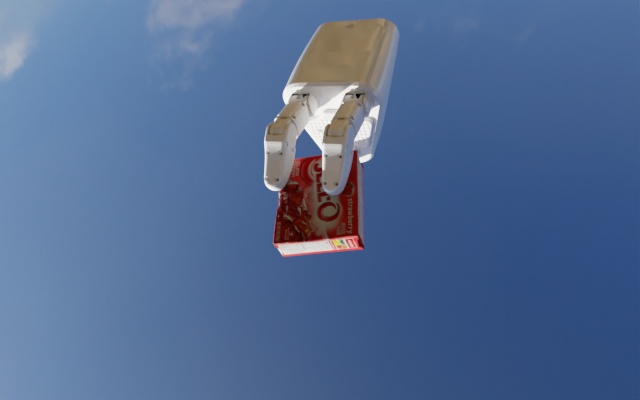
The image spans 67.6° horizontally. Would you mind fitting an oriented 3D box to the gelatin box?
[{"bbox_3d":[0.000,0.002,0.419,0.073,0.089,0.030,-7,-32,15],"label":"gelatin box"}]
